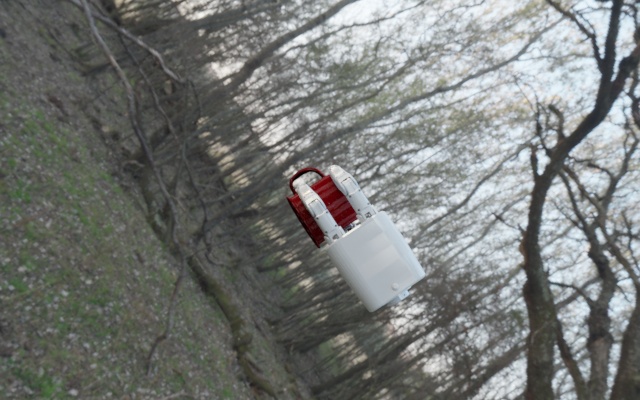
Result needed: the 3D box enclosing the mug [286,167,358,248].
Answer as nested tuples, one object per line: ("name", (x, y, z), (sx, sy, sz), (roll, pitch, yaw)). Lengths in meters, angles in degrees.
("mug", (-0.001, 0.001, 0.726), (0.081, 0.117, 0.093), (-32, -10, -7))
